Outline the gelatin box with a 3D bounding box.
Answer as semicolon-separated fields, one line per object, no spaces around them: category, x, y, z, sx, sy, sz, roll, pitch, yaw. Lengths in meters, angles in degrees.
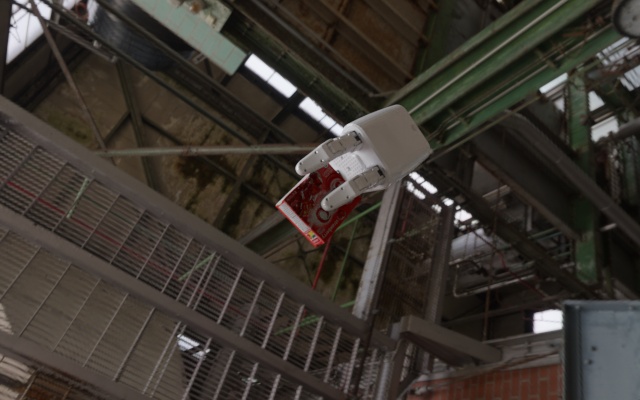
gelatin box;0.000;0.002;0.600;0.089;0.073;0.030;-47;7;-32
